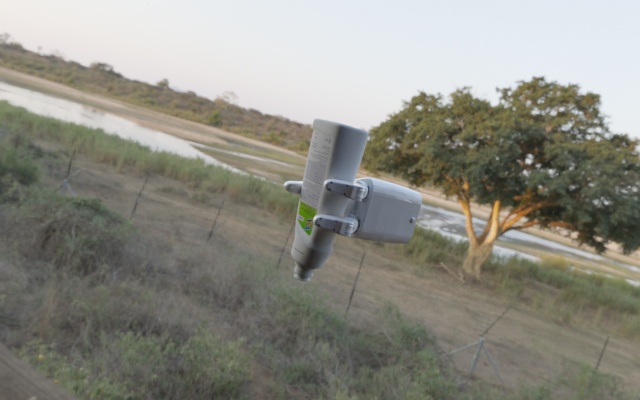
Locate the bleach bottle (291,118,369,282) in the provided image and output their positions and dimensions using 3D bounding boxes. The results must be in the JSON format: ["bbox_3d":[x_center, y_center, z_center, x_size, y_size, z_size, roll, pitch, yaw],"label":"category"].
[{"bbox_3d":[0.000,0.002,0.753,0.068,0.251,0.102,11,9,-28],"label":"bleach bottle"}]
